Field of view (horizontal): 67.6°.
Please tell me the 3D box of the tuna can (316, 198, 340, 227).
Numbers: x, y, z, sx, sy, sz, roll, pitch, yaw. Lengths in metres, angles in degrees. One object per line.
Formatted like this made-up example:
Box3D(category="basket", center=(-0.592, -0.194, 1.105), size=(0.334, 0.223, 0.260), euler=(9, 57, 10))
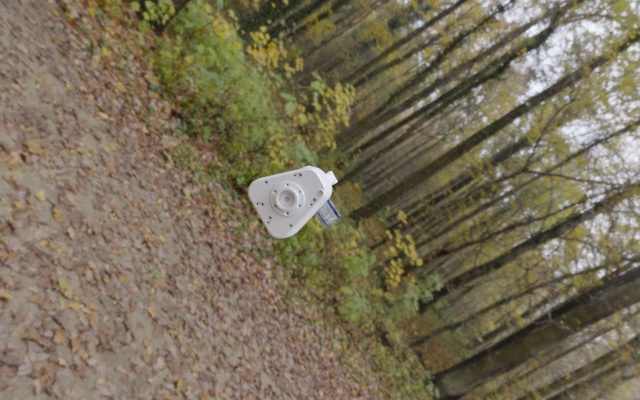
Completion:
Box3D(category="tuna can", center=(0.001, 0.002, 0.855), size=(0.034, 0.086, 0.086), euler=(-32, -1, 2))
